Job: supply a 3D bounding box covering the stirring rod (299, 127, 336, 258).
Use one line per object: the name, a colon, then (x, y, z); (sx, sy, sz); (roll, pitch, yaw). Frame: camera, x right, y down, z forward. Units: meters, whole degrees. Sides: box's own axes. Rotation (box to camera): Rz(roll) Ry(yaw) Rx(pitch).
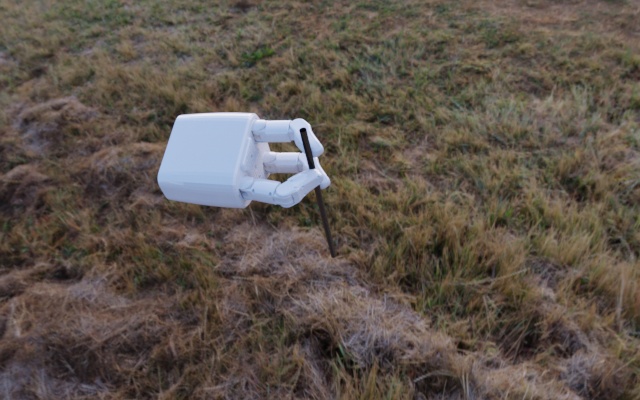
stirring rod: (0.000, 0.002, 0.605); (0.011, 0.011, 0.240); (0, -41, 12)
